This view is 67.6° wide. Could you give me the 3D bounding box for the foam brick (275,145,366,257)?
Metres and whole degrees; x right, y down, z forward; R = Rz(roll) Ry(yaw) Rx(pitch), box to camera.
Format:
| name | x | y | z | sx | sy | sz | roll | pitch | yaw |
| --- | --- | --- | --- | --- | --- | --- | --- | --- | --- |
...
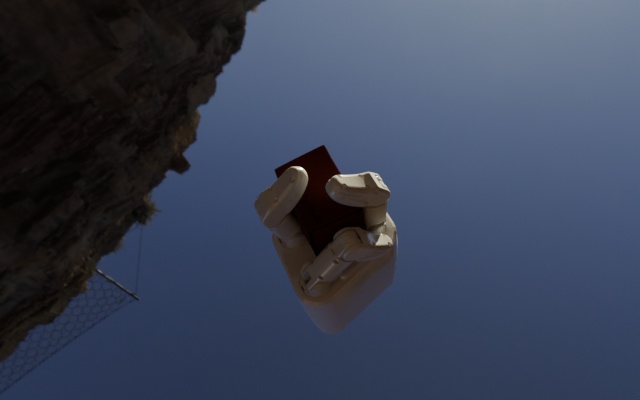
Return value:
| name | x | y | z | sx | sy | sz | roll | pitch | yaw |
| --- | --- | --- | --- | --- | --- | --- | --- | --- | --- |
| foam brick | 0.000 | 0.001 | 0.431 | 0.053 | 0.078 | 0.051 | -25 | -32 | -5 |
